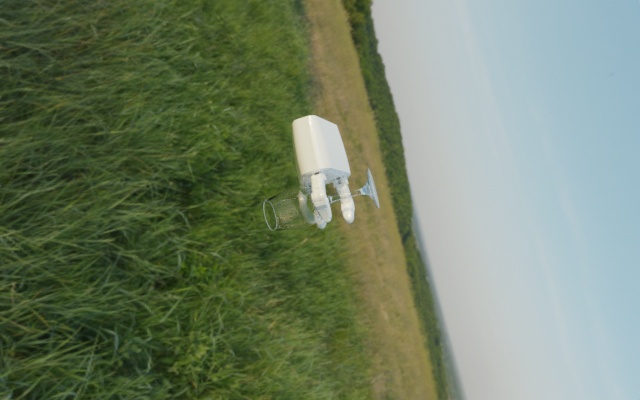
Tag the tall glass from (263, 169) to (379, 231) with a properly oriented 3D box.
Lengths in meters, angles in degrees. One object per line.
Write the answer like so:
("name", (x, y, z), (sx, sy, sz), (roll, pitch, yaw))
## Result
("tall glass", (0.001, 0.003, 0.869), (0.201, 0.079, 0.079), (-15, -3, 11))
